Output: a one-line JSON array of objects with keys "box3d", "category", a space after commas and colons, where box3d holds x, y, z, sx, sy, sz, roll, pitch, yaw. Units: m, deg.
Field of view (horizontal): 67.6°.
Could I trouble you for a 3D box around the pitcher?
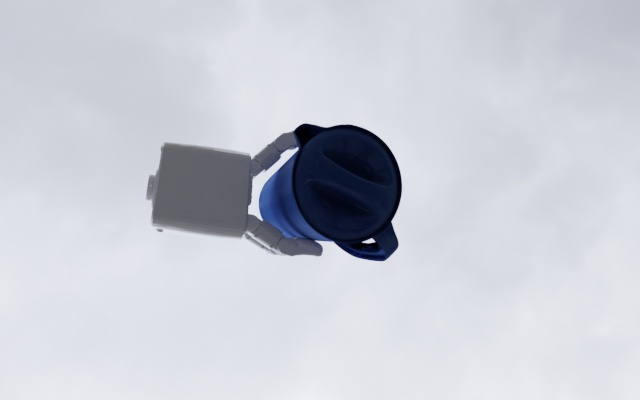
[{"box3d": [0.000, 0.002, 0.633, 0.145, 0.149, 0.243, 6, -8, -18], "category": "pitcher"}]
